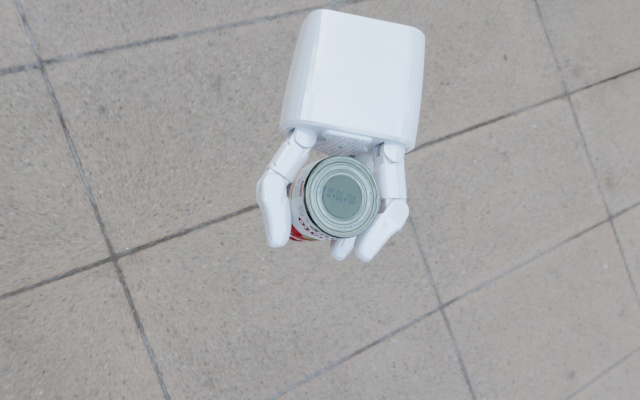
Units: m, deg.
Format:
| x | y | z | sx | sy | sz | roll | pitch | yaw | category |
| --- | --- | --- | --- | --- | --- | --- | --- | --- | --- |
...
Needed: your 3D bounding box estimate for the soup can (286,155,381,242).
| x | y | z | sx | sy | sz | roll | pitch | yaw | category |
| --- | --- | --- | --- | --- | --- | --- | --- | --- | --- |
| 0.000 | 0.002 | 0.418 | 0.068 | 0.068 | 0.102 | 0 | -5 | -22 | soup can |
